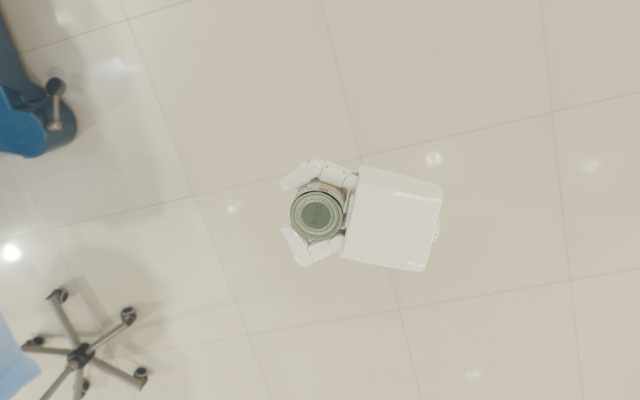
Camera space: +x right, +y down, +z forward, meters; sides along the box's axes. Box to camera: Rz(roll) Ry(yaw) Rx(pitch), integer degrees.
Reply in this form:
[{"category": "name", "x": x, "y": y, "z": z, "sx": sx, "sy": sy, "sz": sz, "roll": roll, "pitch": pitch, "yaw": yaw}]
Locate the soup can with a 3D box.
[{"category": "soup can", "x": 0.000, "y": 0.002, "z": 0.621, "sx": 0.068, "sy": 0.068, "sz": 0.102, "roll": 0, "pitch": 21, "yaw": 6}]
